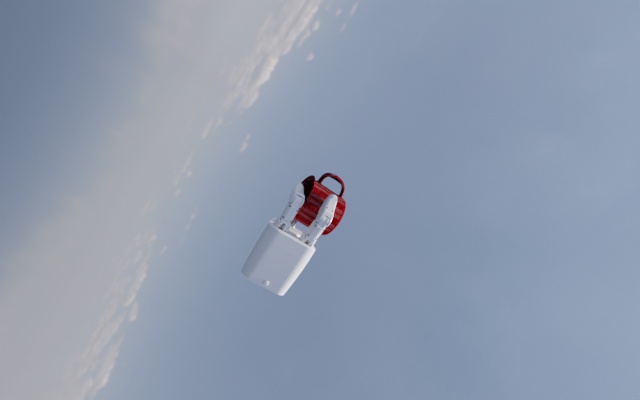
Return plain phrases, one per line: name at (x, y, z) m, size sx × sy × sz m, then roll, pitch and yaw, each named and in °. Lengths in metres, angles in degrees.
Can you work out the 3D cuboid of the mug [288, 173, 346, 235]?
mug at (0.001, 0.002, 0.894) m, size 0.081 × 0.117 × 0.093 m, roll 32°, pitch 8°, yaw -20°
